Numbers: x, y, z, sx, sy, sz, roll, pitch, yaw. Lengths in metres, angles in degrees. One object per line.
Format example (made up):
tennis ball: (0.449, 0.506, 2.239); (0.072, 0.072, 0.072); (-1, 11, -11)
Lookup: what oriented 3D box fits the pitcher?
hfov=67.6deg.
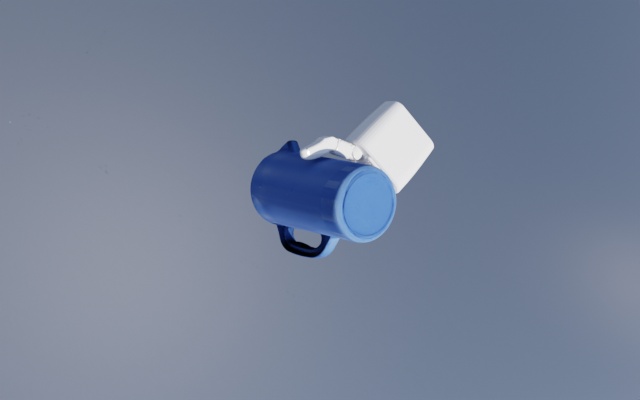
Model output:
pitcher: (0.000, 0.002, 0.746); (0.145, 0.149, 0.243); (-47, 29, -19)
